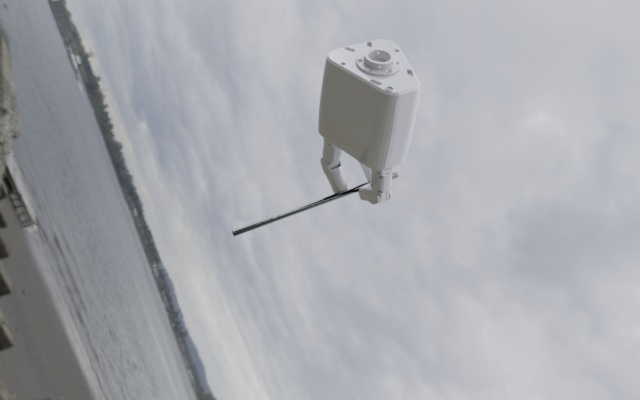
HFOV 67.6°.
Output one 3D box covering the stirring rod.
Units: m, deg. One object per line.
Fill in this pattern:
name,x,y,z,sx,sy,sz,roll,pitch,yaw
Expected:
stirring rod,0.000,0.002,0.620,0.239,0.011,0.011,-20,7,-21
